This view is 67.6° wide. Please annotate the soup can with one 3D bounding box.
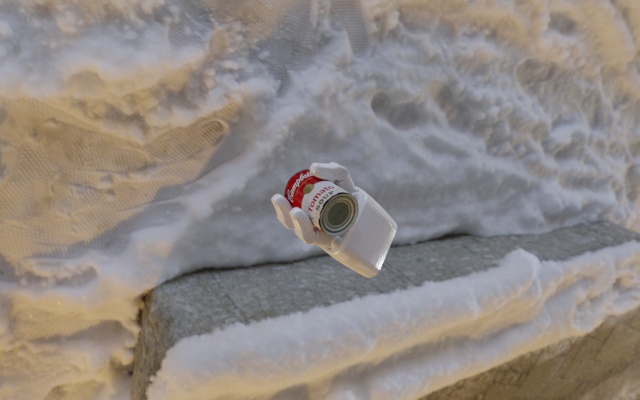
[{"bbox_3d":[0.000,0.002,0.699,0.068,0.068,0.102,0,22,-35],"label":"soup can"}]
